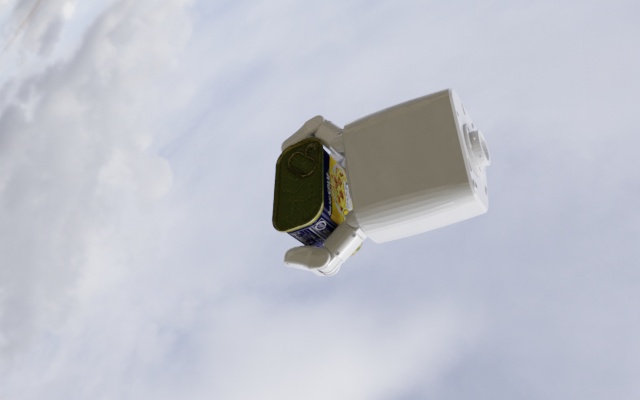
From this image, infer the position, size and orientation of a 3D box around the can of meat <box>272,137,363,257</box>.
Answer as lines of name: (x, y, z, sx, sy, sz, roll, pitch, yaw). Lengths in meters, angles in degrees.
can of meat: (0.000, 0.002, 0.487, 0.057, 0.102, 0.084, -20, -38, 27)
